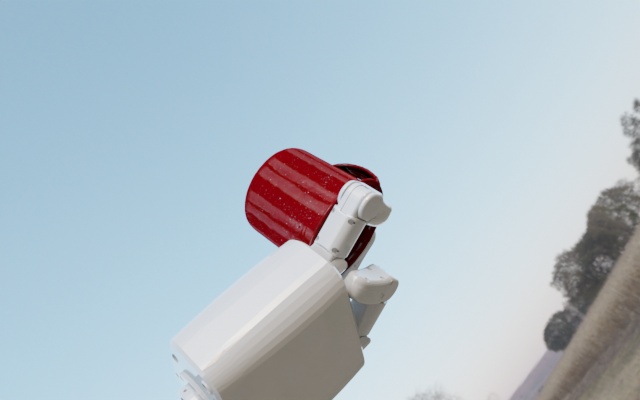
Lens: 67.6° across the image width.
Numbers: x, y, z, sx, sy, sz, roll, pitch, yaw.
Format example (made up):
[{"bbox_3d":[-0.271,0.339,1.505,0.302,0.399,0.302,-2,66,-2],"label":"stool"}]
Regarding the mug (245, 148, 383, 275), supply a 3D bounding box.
[{"bbox_3d":[0.001,0.000,0.402,0.081,0.093,0.117,31,52,30],"label":"mug"}]
